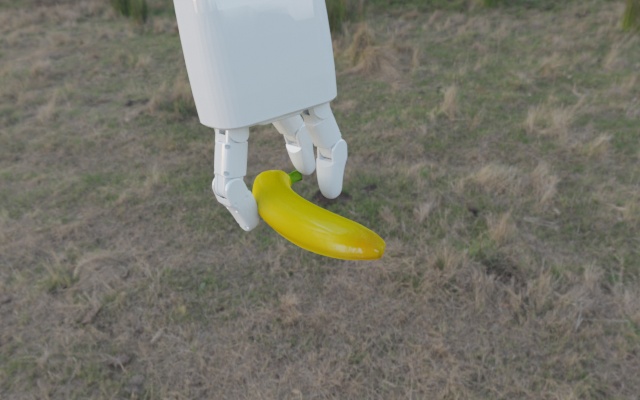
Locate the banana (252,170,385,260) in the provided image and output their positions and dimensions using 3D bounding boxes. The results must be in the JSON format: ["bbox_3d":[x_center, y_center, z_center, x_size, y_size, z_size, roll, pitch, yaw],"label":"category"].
[{"bbox_3d":[-0.018,0.006,0.422,0.069,0.037,0.197,-18,28,-16],"label":"banana"}]
